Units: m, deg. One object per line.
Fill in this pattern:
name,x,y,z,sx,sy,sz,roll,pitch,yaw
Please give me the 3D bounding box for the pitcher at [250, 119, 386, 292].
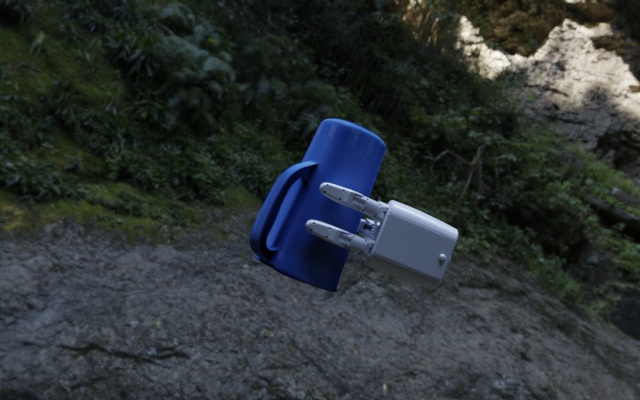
pitcher,0.000,0.002,0.715,0.145,0.243,0.149,23,-4,0
